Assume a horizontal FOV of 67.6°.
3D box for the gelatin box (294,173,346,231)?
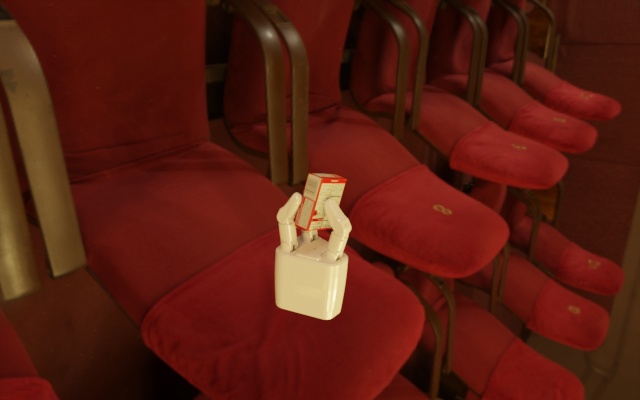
[{"bbox_3d":[0.001,0.002,0.756,0.030,0.089,0.073,23,14,31],"label":"gelatin box"}]
